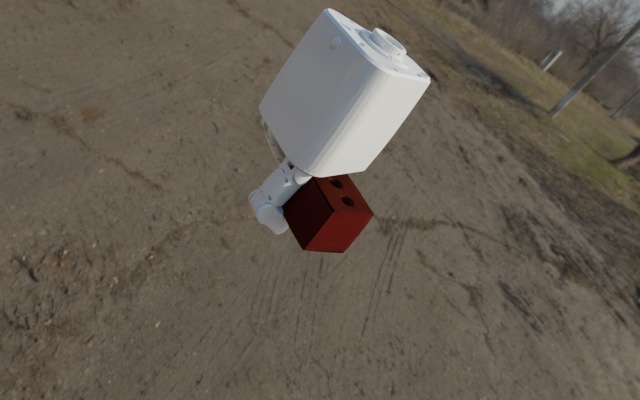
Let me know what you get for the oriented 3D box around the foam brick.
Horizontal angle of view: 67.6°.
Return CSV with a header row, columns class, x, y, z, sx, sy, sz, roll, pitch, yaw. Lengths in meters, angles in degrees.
class,x,y,z,sx,sy,sz,roll,pitch,yaw
foam brick,0.000,0.002,0.432,0.053,0.078,0.051,7,-49,-44
